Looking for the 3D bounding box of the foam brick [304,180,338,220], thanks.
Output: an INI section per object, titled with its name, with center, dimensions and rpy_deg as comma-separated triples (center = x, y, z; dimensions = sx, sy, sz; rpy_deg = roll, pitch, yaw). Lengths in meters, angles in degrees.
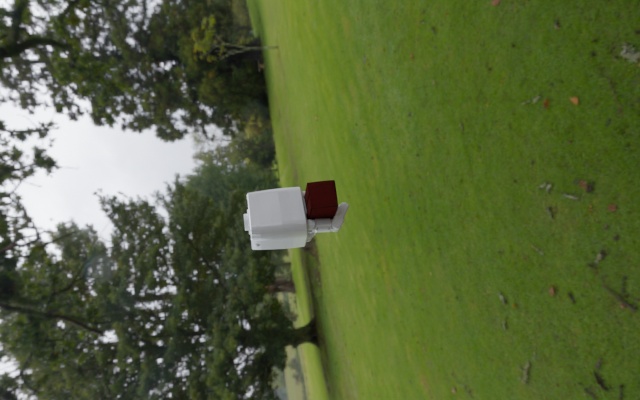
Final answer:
[foam brick]
center = 0.000, 0.003, 0.887
dimensions = 0.051, 0.053, 0.078
rpy_deg = -5, -22, -8
